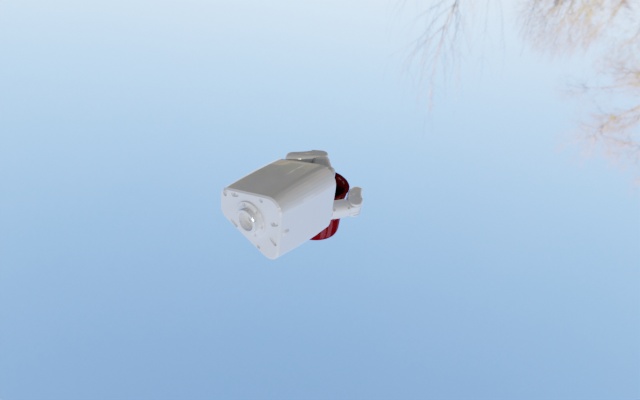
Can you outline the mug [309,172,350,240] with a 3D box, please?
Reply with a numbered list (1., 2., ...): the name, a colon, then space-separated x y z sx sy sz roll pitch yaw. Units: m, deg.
1. mug: 0.001 0.002 0.740 0.093 0.081 0.117 30 39 29
